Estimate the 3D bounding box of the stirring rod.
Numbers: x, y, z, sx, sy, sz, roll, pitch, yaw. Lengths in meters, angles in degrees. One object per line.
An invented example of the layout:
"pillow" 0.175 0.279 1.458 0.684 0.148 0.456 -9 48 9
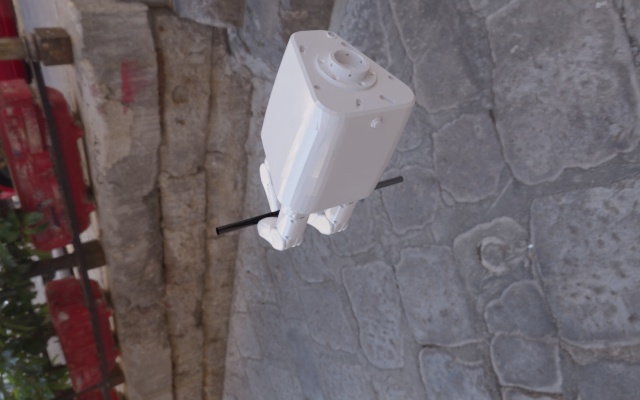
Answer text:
"stirring rod" 0.000 0.002 0.518 0.239 0.011 0.011 -16 8 -32
